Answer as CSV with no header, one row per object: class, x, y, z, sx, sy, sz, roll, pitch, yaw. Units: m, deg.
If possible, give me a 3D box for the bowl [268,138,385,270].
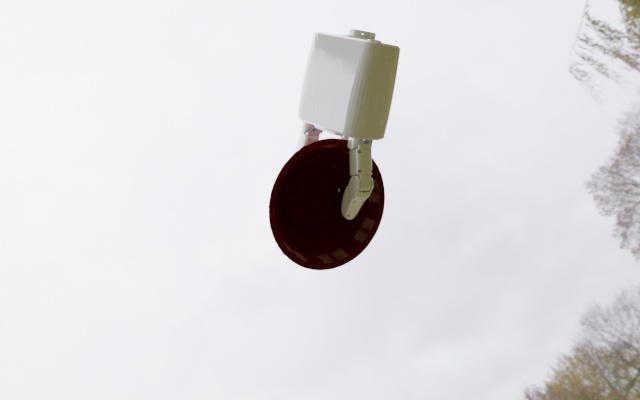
bowl,-0.001,0.003,0.594,0.162,0.162,0.055,0,10,-30
